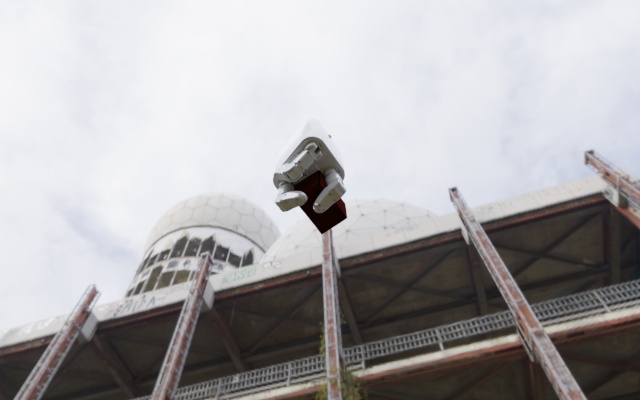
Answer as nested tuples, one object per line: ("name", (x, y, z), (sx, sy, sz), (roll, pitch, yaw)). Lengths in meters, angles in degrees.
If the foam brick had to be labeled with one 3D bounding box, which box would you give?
("foam brick", (0.000, 0.003, 0.764), (0.053, 0.078, 0.051), (-31, 24, 14))
